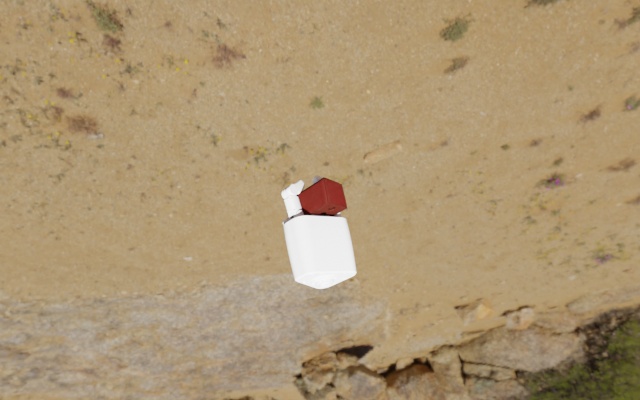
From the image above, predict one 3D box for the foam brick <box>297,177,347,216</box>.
[{"bbox_3d":[0.000,0.003,0.858,0.078,0.051,0.053,-31,-32,35],"label":"foam brick"}]
